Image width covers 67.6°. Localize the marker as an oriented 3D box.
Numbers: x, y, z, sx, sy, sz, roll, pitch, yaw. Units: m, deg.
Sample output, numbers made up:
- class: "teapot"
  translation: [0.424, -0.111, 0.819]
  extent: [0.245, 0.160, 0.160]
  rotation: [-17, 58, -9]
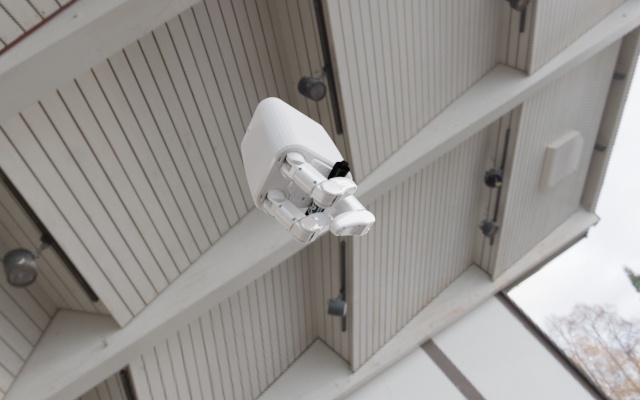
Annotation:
- class: "marker"
  translation: [0.000, 0.002, 0.556]
  extent: [0.020, 0.121, 0.020]
  rotation: [22, 33, -15]
